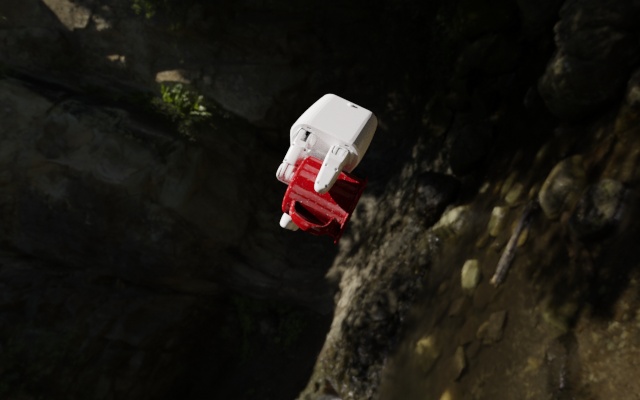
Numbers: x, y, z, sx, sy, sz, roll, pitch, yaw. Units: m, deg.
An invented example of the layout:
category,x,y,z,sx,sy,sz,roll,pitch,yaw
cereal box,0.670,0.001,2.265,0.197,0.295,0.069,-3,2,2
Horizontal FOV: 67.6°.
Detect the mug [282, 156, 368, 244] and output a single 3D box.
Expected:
category,x,y,z,sx,sy,sz,roll,pitch,yaw
mug,-0.001,0.003,0.595,0.081,0.093,0.117,26,39,6
